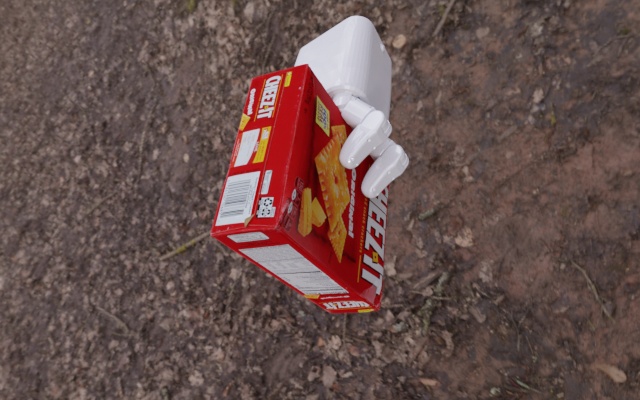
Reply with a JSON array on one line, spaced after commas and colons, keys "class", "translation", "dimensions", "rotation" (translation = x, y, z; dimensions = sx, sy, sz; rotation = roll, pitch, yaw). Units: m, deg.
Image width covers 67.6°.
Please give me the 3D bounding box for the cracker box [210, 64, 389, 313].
[{"class": "cracker box", "translation": [0.000, 0.001, 0.474], "dimensions": [0.072, 0.164, 0.214], "rotation": [-7, -31, 28]}]
